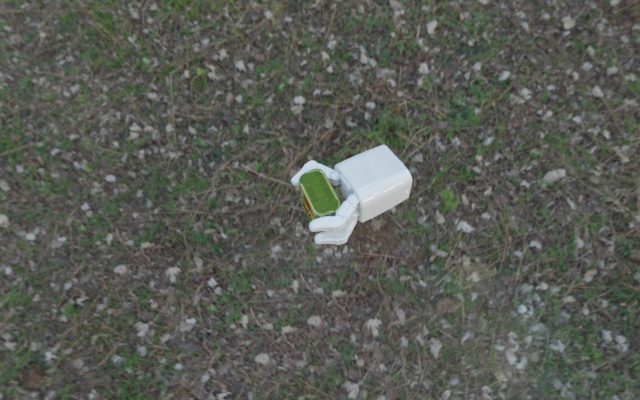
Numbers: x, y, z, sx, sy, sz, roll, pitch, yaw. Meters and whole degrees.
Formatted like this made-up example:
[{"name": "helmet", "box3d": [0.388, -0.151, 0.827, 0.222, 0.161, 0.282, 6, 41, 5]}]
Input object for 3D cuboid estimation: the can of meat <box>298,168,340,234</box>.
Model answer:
[{"name": "can of meat", "box3d": [0.000, 0.003, 0.879, 0.057, 0.102, 0.084, -23, -26, -8]}]
